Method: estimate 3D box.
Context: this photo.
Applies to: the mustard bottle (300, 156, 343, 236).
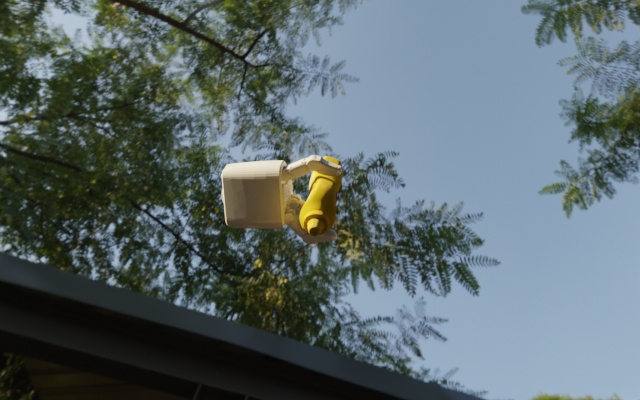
[{"bbox_3d":[0.000,0.003,0.822,0.058,0.096,0.191,19,29,-3],"label":"mustard bottle"}]
